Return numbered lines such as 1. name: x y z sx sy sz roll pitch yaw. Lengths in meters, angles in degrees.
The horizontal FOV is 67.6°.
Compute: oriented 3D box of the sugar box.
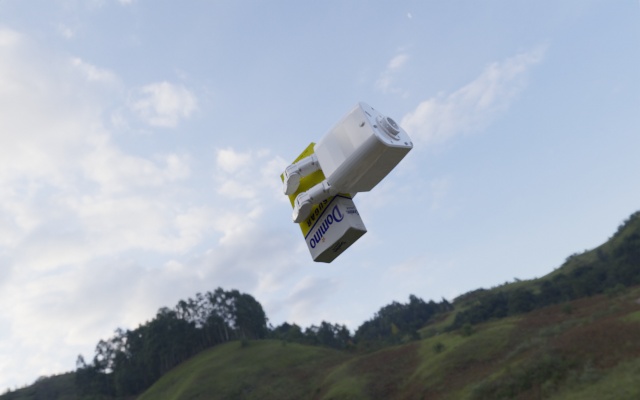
1. sugar box: 0.000 0.002 0.767 0.048 0.176 0.093 15 -49 -42
